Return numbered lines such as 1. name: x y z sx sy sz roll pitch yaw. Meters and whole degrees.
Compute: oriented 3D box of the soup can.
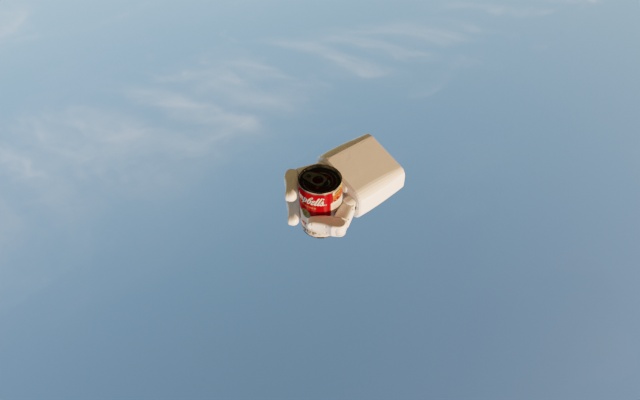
1. soup can: 0.000 0.003 0.756 0.068 0.068 0.102 -1 -45 1
